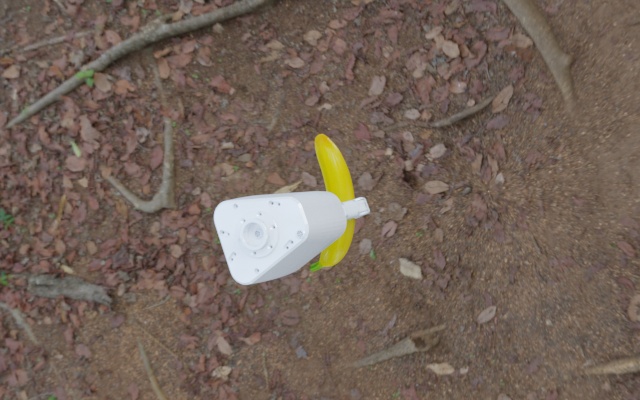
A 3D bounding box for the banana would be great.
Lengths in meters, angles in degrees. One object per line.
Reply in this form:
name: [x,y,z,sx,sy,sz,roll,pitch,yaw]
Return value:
banana: [0.017,0.007,0.661,0.069,0.198,0.037,6,5,26]
